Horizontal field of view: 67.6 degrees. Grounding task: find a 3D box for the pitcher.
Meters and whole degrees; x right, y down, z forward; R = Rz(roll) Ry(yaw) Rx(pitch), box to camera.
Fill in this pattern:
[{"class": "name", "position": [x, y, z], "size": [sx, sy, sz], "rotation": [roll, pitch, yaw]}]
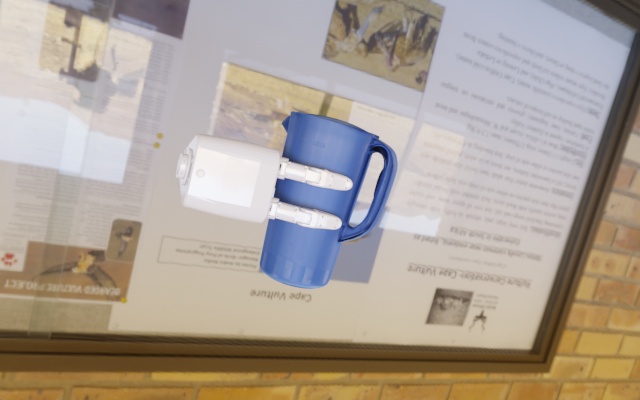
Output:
[{"class": "pitcher", "position": [0.000, 0.002, 0.694], "size": [0.145, 0.243, 0.149], "rotation": [12, 7, -22]}]
